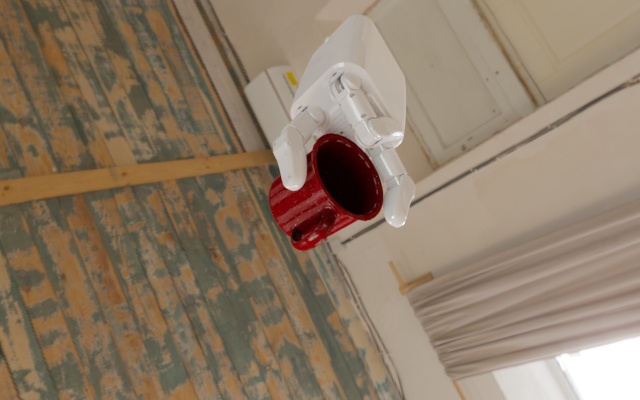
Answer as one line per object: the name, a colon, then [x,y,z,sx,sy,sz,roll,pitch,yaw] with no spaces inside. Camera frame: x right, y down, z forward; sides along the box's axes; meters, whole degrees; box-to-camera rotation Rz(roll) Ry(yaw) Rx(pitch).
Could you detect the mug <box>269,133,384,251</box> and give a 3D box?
mug: [0.000,0.003,0.472,0.093,0.117,0.081,36,-46,-23]
